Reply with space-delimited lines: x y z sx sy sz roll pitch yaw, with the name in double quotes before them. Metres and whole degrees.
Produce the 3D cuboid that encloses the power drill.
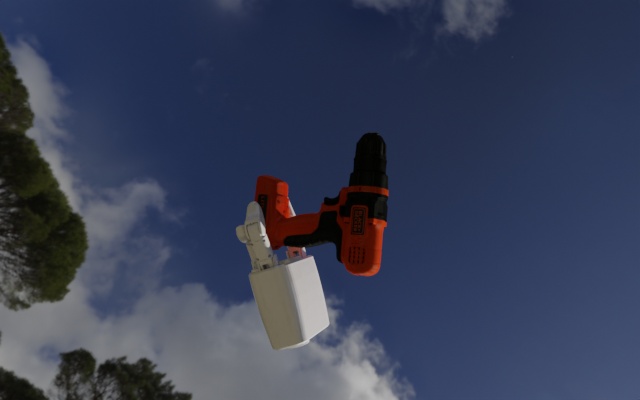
"power drill" 0.000 0.002 0.642 0.187 0.184 0.057 1 -10 30
